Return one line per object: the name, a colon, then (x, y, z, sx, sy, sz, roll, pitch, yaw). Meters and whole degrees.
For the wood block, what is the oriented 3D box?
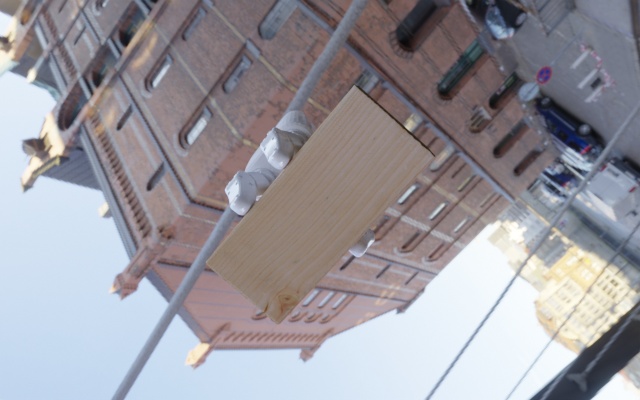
wood block: (0.000, 0.002, 0.450, 0.091, 0.206, 0.090, 40, 14, -3)
